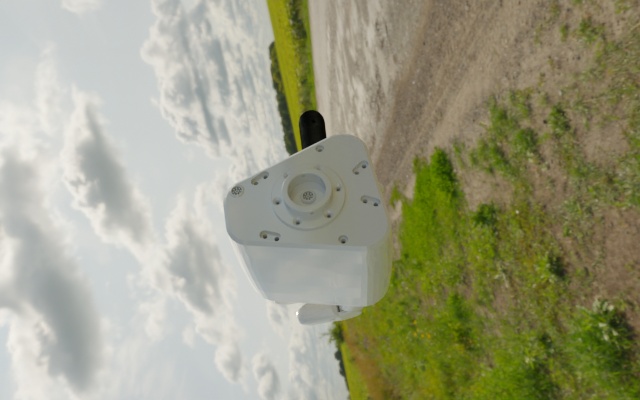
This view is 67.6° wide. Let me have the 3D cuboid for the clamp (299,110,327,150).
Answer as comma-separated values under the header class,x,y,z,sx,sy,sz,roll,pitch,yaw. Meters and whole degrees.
class,x,y,z,sx,sy,sz,roll,pitch,yaw
clamp,-0.001,0.002,0.466,0.039,0.171,0.120,-12,-30,-2
